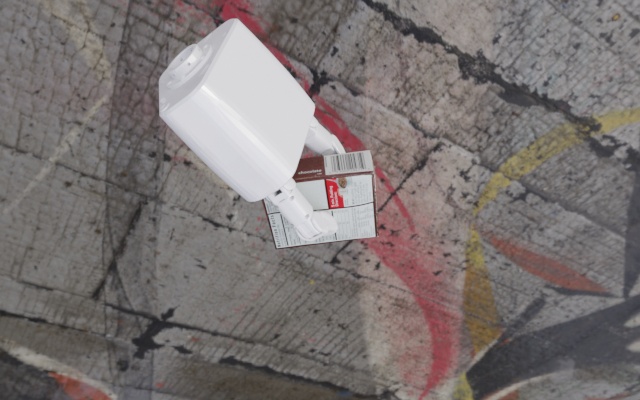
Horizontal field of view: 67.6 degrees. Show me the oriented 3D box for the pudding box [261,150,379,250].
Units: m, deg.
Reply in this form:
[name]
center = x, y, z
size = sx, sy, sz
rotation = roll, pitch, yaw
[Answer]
[pudding box]
center = 0.000, 0.002, 0.480
size = 0.113, 0.090, 0.039
rotation = -6, 42, 4
